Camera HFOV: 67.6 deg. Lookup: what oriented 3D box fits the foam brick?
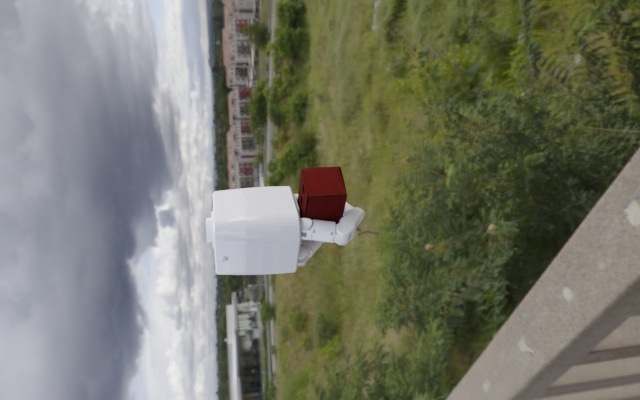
[{"bbox_3d":[0.000,0.002,0.618,0.051,0.053,0.078,-1,-44,-11],"label":"foam brick"}]
